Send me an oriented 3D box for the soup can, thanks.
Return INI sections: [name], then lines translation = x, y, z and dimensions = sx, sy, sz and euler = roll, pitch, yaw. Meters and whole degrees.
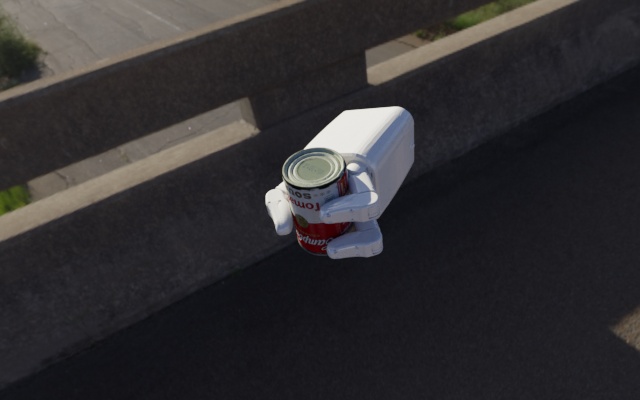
[soup can]
translation = 0.000, 0.002, 0.520
dimensions = 0.068, 0.102, 0.068
euler = -6, 43, 5
